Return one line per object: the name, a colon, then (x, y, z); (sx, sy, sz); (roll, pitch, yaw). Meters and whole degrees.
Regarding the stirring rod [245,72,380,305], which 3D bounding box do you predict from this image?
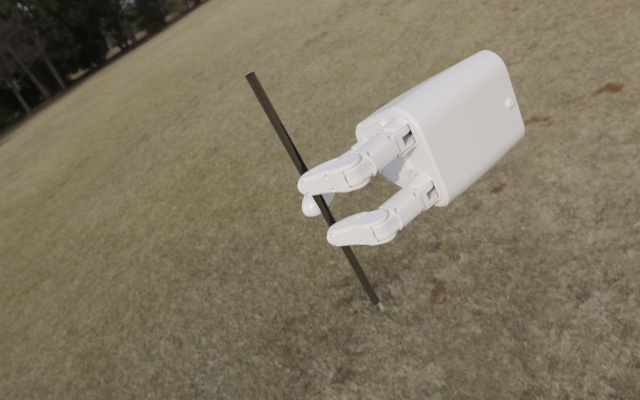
stirring rod: (0.000, 0.001, 0.407); (0.011, 0.240, 0.011); (-23, 25, 12)
